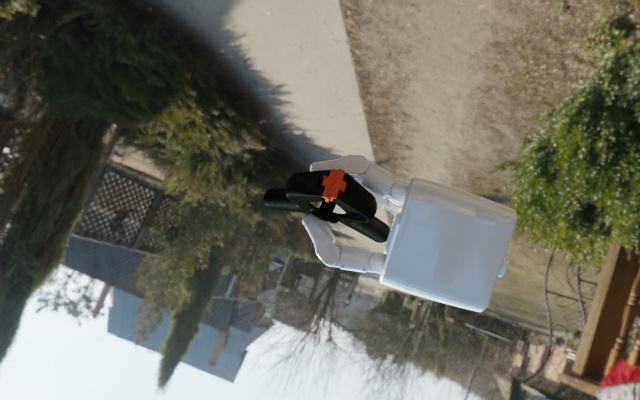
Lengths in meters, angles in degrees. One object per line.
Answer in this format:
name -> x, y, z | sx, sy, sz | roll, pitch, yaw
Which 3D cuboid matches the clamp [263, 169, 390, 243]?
clamp -> 0.000, 0.002, 0.515 | 0.164, 0.036, 0.210 | 15, -10, 8
